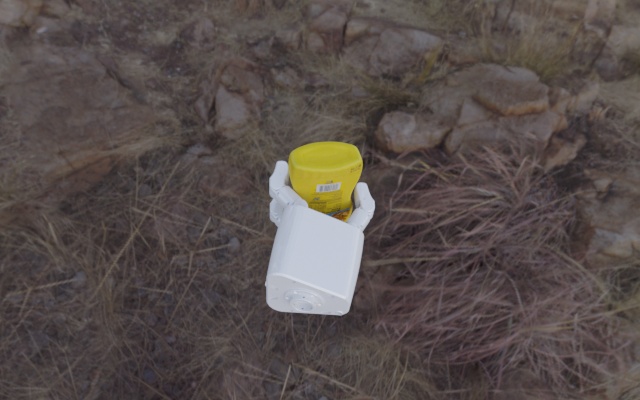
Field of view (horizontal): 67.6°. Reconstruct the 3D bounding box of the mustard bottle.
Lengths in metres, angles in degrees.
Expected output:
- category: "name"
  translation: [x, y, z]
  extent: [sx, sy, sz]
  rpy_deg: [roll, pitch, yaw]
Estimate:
- category: "mustard bottle"
  translation: [0.000, 0.002, 0.694]
  extent: [0.096, 0.058, 0.192]
  rpy_deg: [-8, -39, -13]
